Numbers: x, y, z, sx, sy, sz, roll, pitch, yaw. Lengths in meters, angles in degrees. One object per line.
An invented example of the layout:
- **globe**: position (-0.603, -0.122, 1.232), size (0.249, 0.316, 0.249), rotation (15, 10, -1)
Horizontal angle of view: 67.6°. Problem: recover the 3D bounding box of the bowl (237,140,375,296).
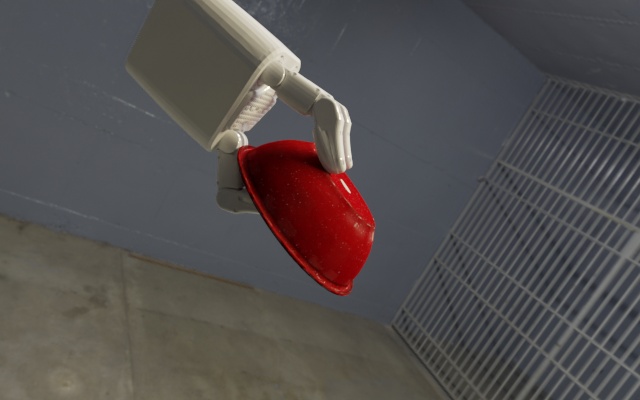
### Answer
- **bowl**: position (0.001, 0.002, 0.423), size (0.055, 0.162, 0.162), rotation (-36, -8, 12)
